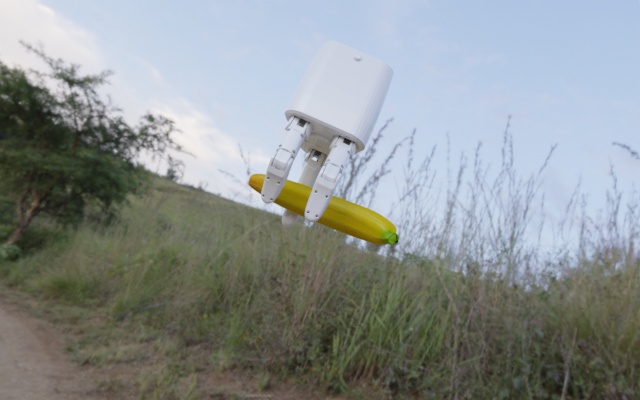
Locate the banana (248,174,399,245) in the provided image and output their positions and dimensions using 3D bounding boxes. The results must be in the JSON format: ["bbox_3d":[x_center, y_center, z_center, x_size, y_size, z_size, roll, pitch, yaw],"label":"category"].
[{"bbox_3d":[0.009,0.009,0.551,0.198,0.037,0.070,20,-11,26],"label":"banana"}]
